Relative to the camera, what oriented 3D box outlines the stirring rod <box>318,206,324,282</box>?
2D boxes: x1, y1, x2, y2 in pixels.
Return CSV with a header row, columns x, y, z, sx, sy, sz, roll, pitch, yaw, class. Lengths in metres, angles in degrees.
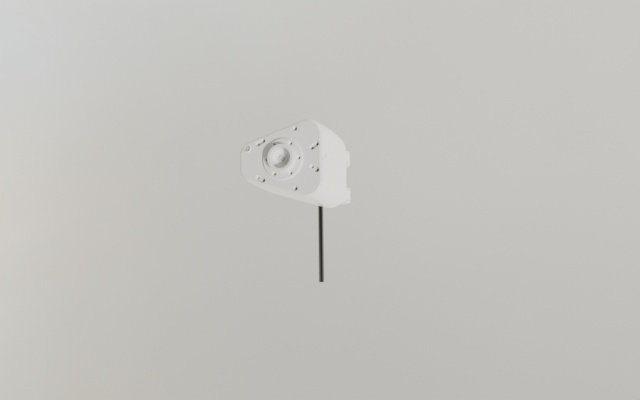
x,y,z,sx,sy,sz,roll,pitch,yaw,class
0.000,0.002,0.726,0.011,0.239,0.011,-1,-6,0,stirring rod
